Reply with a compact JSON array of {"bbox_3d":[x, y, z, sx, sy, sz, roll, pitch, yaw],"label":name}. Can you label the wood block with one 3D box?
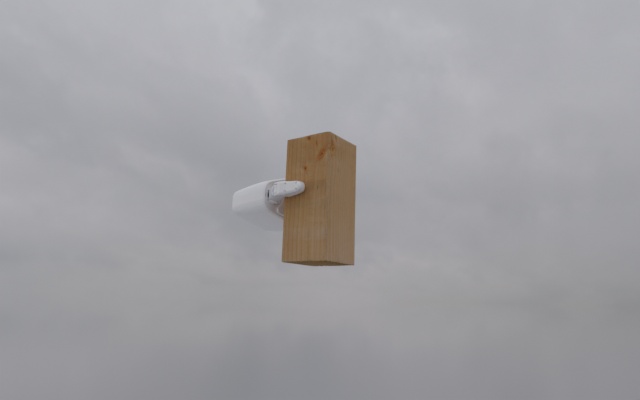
[{"bbox_3d":[0.000,0.002,0.795,0.090,0.206,0.091,-6,-14,34],"label":"wood block"}]
